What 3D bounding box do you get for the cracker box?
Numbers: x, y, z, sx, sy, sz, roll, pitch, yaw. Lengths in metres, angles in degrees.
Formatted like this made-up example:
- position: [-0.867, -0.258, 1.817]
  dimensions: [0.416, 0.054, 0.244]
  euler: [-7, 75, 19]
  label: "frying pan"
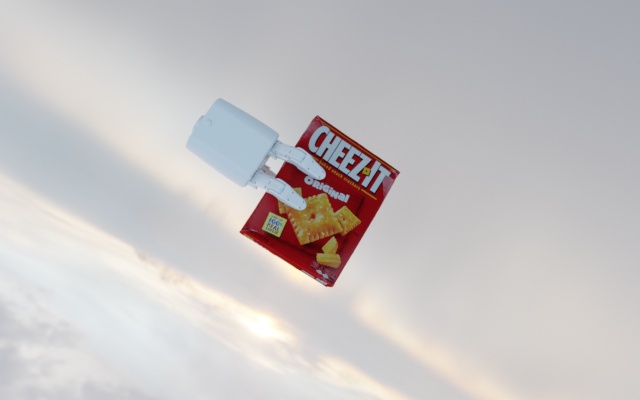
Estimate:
- position: [0.000, 0.003, 0.743]
  dimensions: [0.164, 0.213, 0.072]
  euler: [33, -12, -7]
  label: "cracker box"
